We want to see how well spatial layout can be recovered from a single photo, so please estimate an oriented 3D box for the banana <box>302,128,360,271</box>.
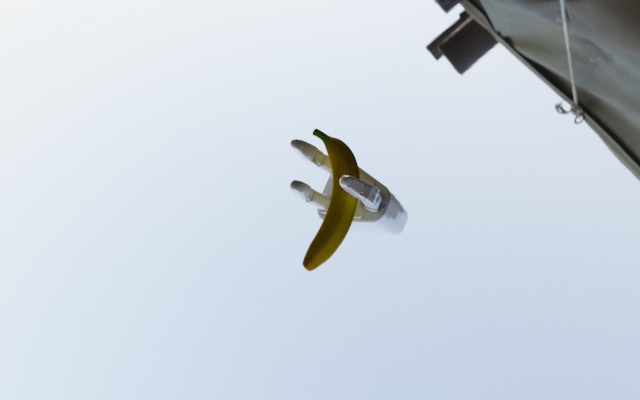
[{"bbox_3d":[0.018,-0.001,0.647,0.069,0.197,0.037,0,-14,18],"label":"banana"}]
